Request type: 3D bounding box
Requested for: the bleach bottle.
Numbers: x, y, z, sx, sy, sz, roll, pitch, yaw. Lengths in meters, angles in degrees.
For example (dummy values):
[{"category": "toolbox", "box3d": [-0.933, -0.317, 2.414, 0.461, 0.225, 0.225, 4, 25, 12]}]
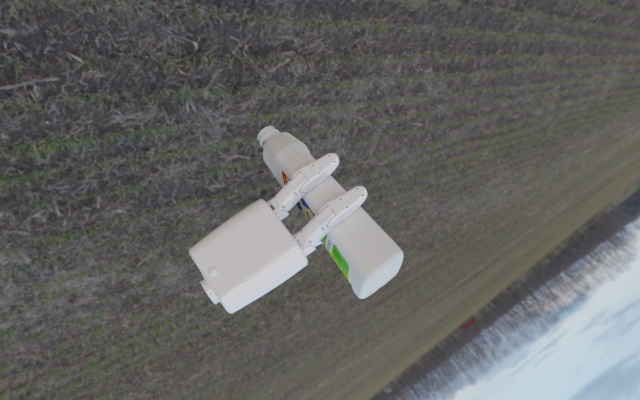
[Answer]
[{"category": "bleach bottle", "box3d": [0.000, 0.002, 0.613, 0.068, 0.250, 0.103, -34, -22, -13]}]
